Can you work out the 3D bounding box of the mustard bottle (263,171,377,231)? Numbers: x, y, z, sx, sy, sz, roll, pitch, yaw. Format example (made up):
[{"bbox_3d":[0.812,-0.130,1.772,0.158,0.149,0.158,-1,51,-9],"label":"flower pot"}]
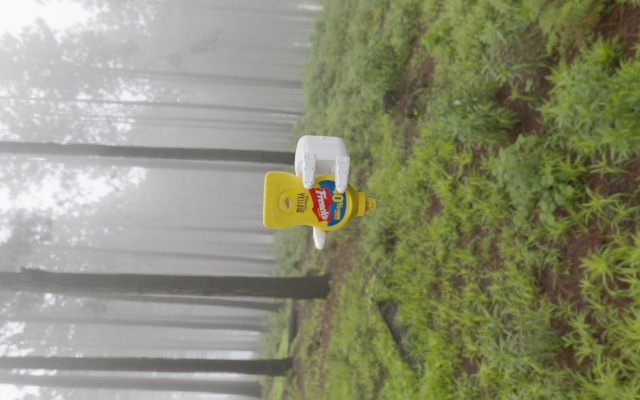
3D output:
[{"bbox_3d":[0.000,0.003,0.815,0.191,0.096,0.058,3,7,-4],"label":"mustard bottle"}]
